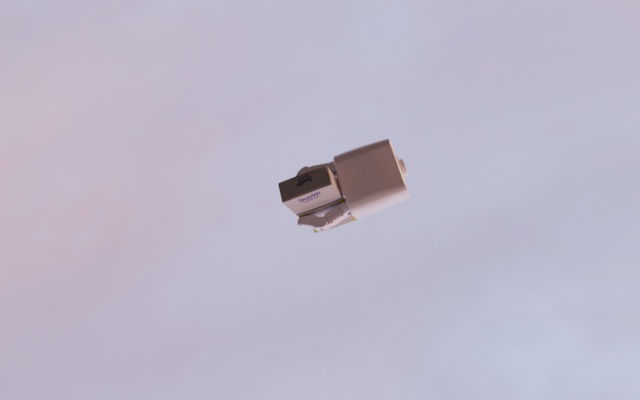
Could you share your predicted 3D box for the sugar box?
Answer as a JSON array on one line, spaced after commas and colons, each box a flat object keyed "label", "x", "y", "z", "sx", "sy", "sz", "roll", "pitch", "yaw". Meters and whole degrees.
[{"label": "sugar box", "x": 0.000, "y": 0.002, "z": 0.869, "sx": 0.093, "sy": 0.048, "sz": 0.176, "roll": -20, "pitch": -29, "yaw": 10}]
